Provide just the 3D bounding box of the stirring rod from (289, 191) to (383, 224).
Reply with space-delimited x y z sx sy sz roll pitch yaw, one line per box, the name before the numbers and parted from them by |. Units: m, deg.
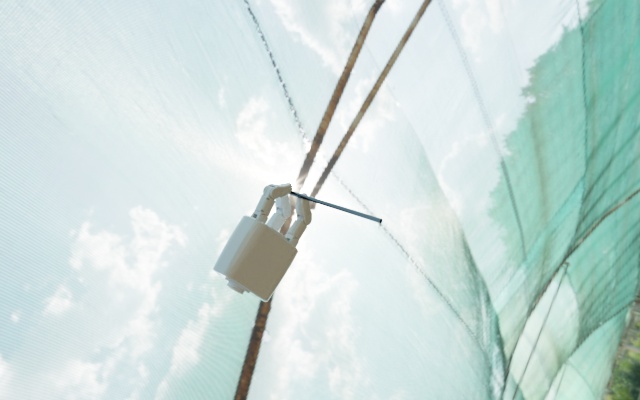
stirring rod | 0.000 0.003 0.803 0.239 0.011 0.011 17 10 36
